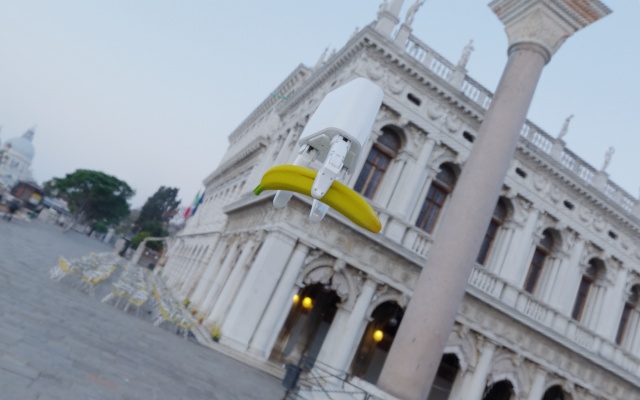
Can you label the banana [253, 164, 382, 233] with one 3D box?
[{"bbox_3d":[-0.003,-0.010,0.674,0.198,0.037,0.070,19,-35,12],"label":"banana"}]
